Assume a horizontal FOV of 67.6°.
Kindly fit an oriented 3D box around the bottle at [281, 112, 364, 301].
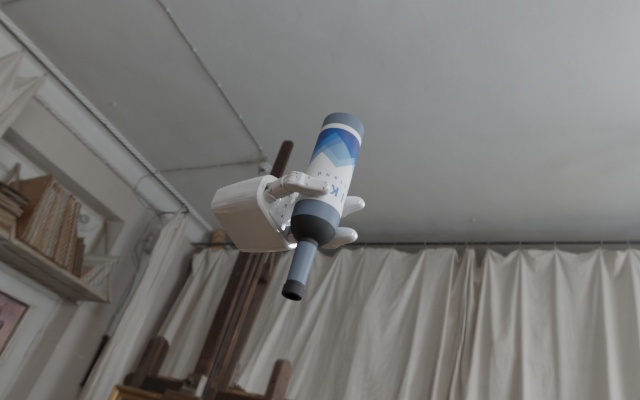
[{"bbox_3d":[0.000,0.002,0.679,0.069,0.295,0.069,12,-33,8],"label":"bottle"}]
